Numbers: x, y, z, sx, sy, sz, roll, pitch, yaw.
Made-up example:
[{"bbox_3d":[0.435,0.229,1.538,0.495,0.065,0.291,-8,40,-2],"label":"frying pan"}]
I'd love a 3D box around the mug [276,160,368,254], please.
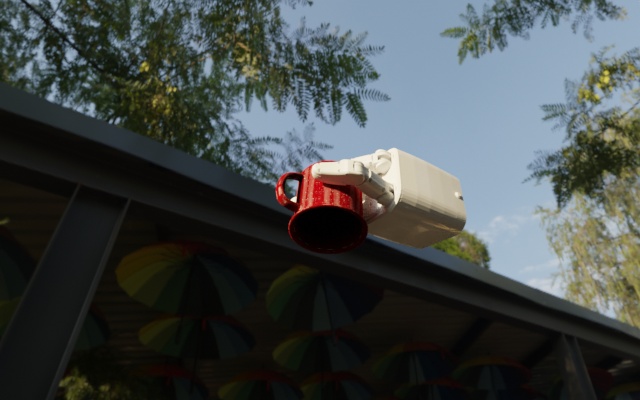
[{"bbox_3d":[-0.001,0.001,0.579,0.117,0.081,0.093,21,-45,-19],"label":"mug"}]
